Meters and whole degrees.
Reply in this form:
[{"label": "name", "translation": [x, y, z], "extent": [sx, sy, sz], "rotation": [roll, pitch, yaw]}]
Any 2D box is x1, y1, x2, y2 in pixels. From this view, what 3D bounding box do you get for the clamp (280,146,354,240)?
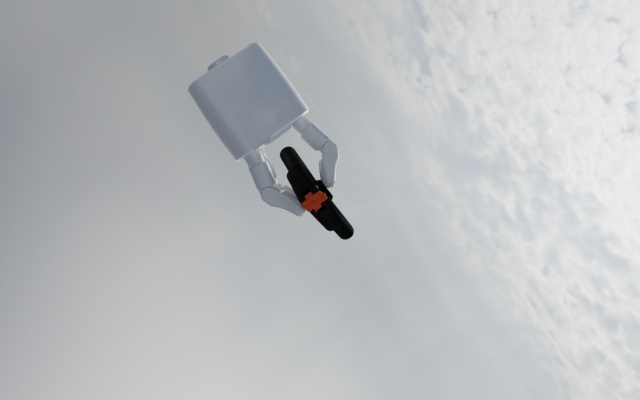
[{"label": "clamp", "translation": [0.001, 0.001, 0.624], "extent": [0.036, 0.164, 0.210], "rotation": [-38, 9, 3]}]
